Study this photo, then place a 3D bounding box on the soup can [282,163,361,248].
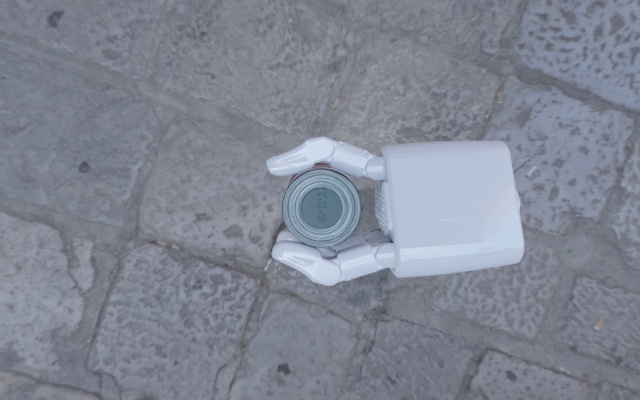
[{"bbox_3d":[0.000,0.001,0.438,0.068,0.068,0.102,0,6,-1],"label":"soup can"}]
